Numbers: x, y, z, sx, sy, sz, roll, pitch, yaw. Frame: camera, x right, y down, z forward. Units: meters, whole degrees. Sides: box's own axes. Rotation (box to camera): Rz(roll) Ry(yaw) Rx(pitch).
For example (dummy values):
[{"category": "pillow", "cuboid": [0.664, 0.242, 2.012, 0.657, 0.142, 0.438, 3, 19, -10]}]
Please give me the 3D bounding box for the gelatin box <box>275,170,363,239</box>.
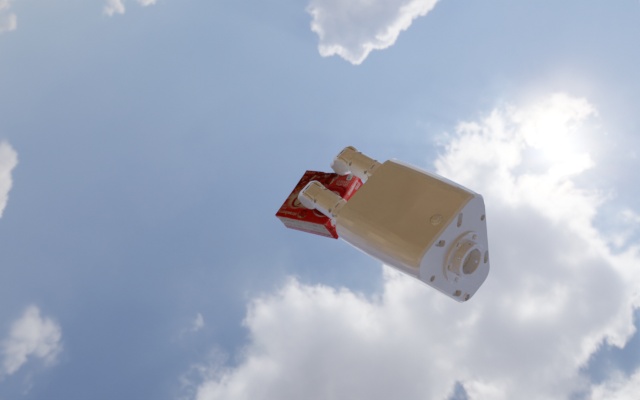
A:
[{"category": "gelatin box", "cuboid": [0.000, 0.002, 0.557, 0.089, 0.073, 0.030, 8, -33, 46]}]
